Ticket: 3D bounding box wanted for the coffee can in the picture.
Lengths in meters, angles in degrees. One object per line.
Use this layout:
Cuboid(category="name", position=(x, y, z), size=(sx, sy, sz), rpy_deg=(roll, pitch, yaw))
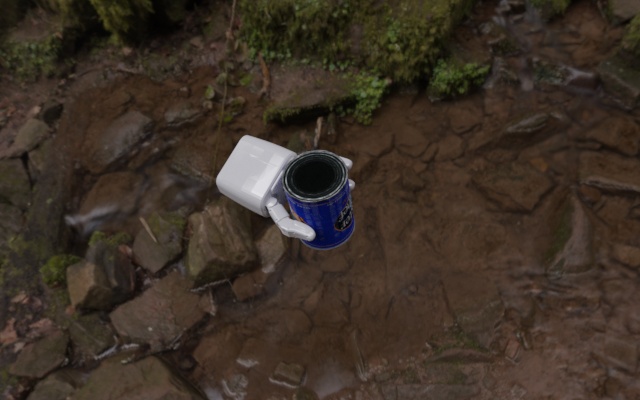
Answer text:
Cuboid(category="coffee can", position=(0.000, 0.003, 0.778), size=(0.103, 0.102, 0.140), rpy_deg=(0, -36, 9))
